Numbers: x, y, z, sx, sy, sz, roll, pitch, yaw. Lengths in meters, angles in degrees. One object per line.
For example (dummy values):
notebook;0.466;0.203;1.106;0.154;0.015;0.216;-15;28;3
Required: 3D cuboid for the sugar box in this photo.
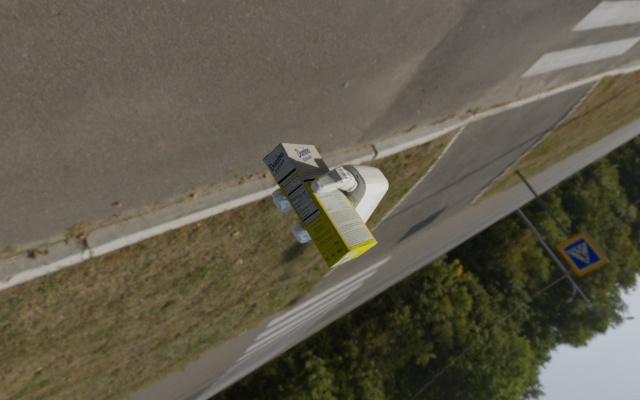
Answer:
sugar box;0.000;0.003;0.666;0.048;0.176;0.093;-41;-16;25
